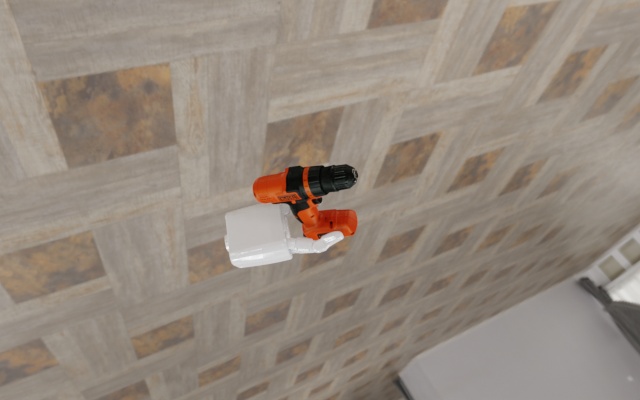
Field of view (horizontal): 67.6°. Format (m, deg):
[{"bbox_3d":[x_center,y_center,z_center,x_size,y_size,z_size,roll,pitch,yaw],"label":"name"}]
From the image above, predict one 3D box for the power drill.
[{"bbox_3d":[0.000,0.003,0.837,0.184,0.057,0.188,-6,-32,23],"label":"power drill"}]
